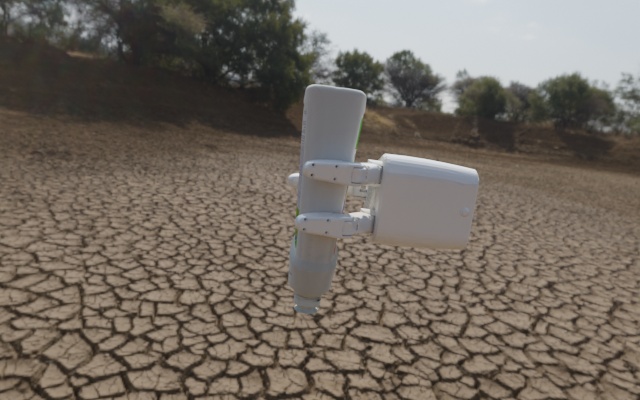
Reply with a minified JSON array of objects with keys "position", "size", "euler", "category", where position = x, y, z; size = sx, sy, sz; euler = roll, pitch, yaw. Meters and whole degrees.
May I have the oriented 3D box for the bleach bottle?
[{"position":[0.000,0.002,0.541],"size":[0.068,0.251,0.102],"euler":[8,9,-2],"category":"bleach bottle"}]
